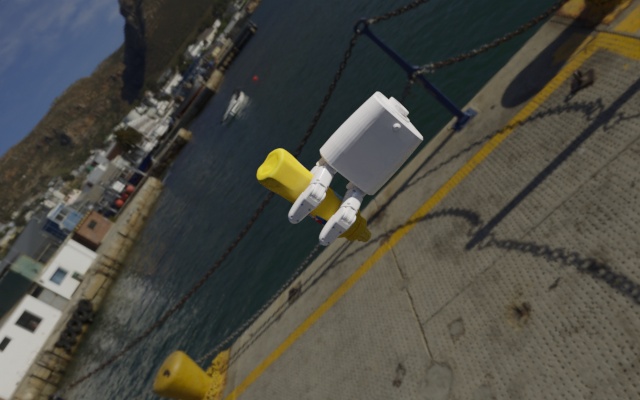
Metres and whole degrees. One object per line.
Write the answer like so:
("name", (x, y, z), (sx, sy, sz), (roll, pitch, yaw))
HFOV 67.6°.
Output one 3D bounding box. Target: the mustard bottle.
("mustard bottle", (0.000, 0.002, 0.695), (0.192, 0.058, 0.096), (36, -4, -19))
